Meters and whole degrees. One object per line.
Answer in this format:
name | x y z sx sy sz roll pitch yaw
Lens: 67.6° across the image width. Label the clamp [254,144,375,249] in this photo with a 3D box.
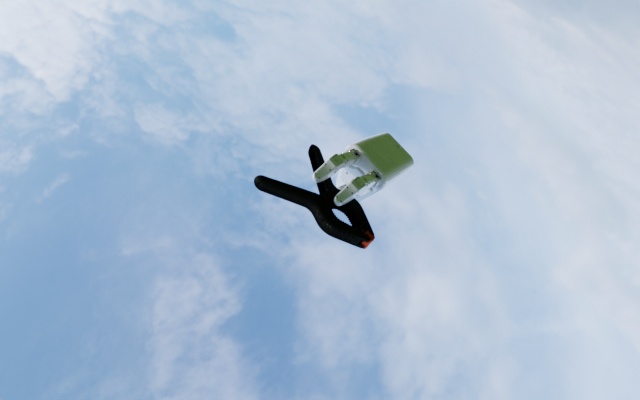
clamp | 0.000 0.003 0.793 0.164 0.210 0.036 -28 -19 -42
